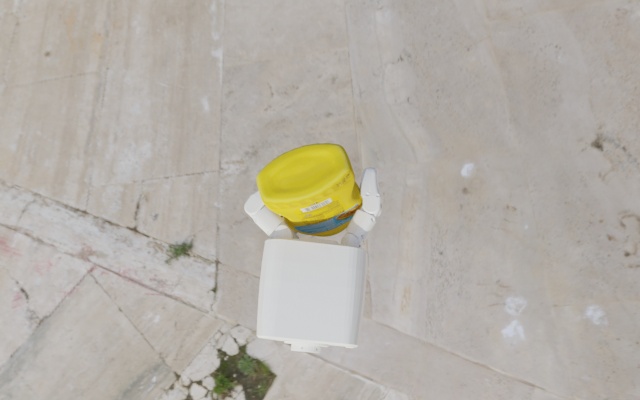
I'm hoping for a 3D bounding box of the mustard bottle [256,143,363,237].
[{"bbox_3d":[0.000,0.001,0.553,0.096,0.058,0.192,-22,-21,4],"label":"mustard bottle"}]
